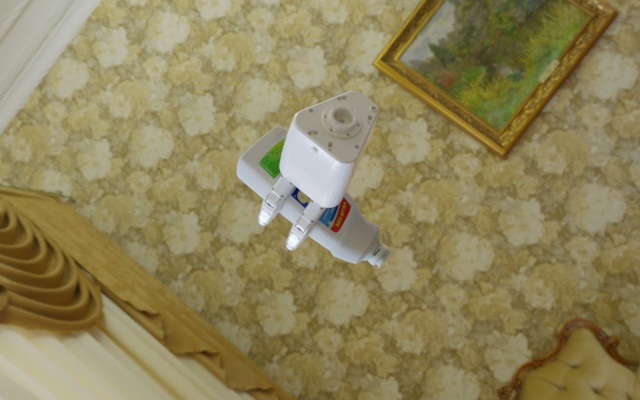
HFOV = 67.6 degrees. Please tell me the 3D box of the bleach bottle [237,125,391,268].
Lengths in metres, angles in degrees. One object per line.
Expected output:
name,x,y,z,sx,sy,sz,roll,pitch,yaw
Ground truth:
bleach bottle,0.000,0.002,0.701,0.251,0.102,0.068,39,-30,10
